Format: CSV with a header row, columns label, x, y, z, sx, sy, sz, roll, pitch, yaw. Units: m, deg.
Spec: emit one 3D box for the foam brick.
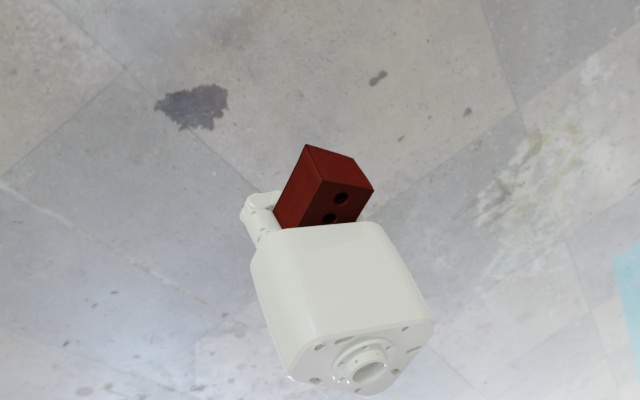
label,x,y,z,sx,sy,sz,roll,pitch,yaw
foam brick,0.000,0.001,0.414,0.053,0.078,0.051,11,32,-30
